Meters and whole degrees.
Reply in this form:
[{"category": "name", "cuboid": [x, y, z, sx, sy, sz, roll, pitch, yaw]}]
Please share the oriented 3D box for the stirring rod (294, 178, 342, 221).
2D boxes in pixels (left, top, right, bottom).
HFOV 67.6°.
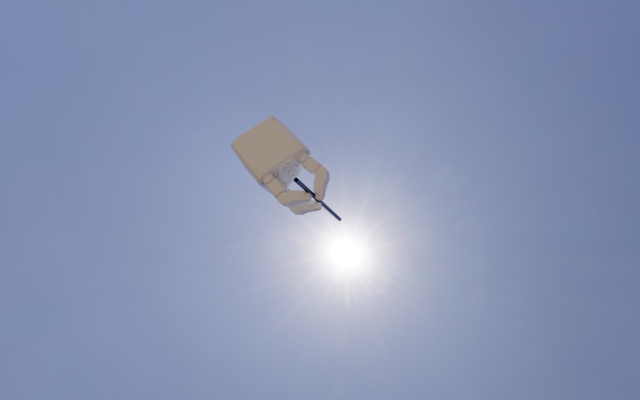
[{"category": "stirring rod", "cuboid": [0.000, 0.003, 0.881, 0.011, 0.011, 0.240, 0, -18, 20]}]
